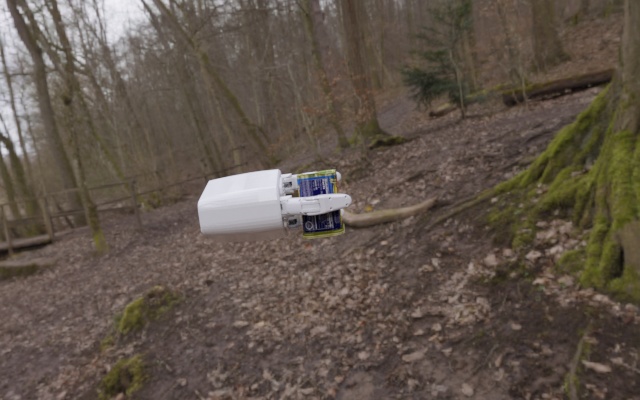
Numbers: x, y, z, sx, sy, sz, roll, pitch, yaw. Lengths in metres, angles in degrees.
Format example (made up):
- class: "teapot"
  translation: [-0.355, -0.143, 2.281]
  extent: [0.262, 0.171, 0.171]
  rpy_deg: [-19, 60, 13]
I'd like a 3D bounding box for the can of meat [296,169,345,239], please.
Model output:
- class: "can of meat"
  translation: [0.000, 0.002, 0.658]
  extent: [0.057, 0.084, 0.102]
  rpy_deg: [-7, 4, 3]
